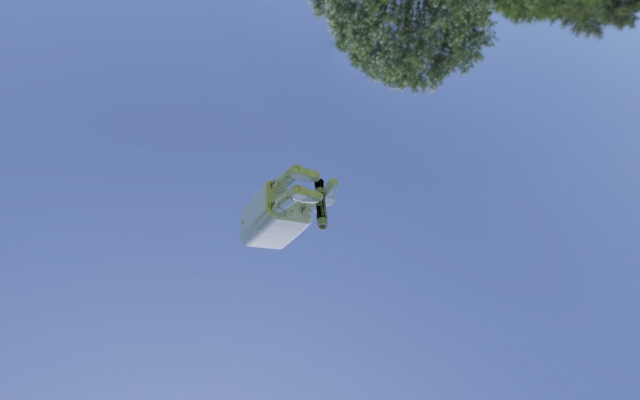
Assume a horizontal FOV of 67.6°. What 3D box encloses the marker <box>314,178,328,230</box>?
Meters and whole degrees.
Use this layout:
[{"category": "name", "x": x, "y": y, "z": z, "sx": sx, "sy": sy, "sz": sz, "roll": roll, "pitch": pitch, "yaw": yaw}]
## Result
[{"category": "marker", "x": 0.000, "y": 0.003, "z": 0.882, "sx": 0.020, "sy": 0.121, "sz": 0.020, "roll": -3, "pitch": -44, "yaw": -2}]
